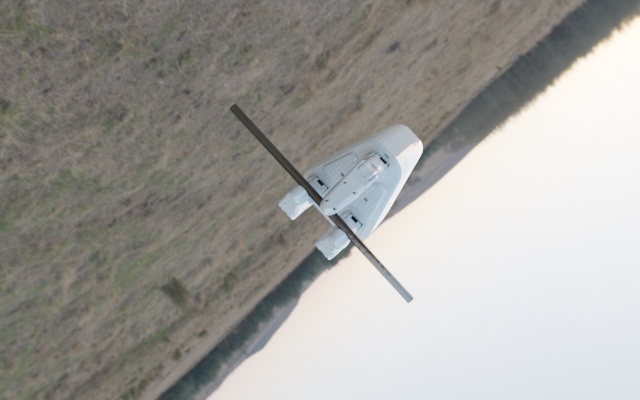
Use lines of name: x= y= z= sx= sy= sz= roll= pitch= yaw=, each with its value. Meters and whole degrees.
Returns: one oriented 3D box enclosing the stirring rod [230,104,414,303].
stirring rod: x=0.000 y=0.001 z=0.436 sx=0.011 sy=0.239 sz=0.011 roll=-42 pitch=-3 yaw=-3
